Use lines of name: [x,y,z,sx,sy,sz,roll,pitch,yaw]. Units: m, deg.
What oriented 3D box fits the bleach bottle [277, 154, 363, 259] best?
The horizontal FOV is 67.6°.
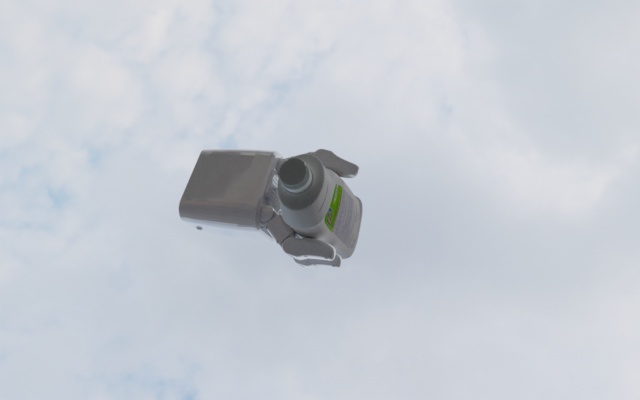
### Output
bleach bottle: [0.000,0.002,0.581,0.068,0.102,0.251,6,-16,14]
